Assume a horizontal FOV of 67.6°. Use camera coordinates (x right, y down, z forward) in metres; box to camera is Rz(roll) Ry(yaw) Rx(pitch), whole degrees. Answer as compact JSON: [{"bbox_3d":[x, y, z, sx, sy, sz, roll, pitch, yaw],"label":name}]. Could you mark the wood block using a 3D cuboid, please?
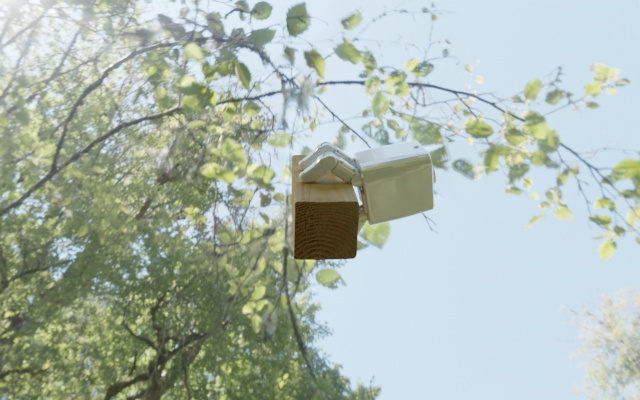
[{"bbox_3d":[0.001,0.003,0.745,0.090,0.091,0.206,0,23,-4],"label":"wood block"}]
